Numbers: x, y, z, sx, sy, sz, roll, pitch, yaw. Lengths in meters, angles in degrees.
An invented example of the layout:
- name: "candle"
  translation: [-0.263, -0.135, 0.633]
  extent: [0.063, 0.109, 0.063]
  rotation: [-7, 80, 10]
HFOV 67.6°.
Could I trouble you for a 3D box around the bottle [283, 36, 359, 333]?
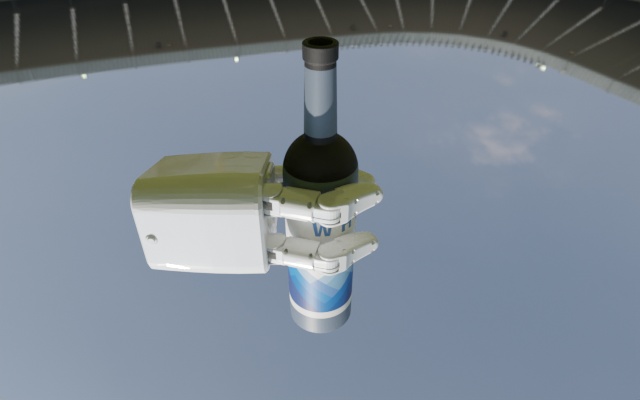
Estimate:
- name: "bottle"
  translation: [0.000, 0.002, 0.439]
  extent: [0.069, 0.296, 0.069]
  rotation: [0, 37, 0]
